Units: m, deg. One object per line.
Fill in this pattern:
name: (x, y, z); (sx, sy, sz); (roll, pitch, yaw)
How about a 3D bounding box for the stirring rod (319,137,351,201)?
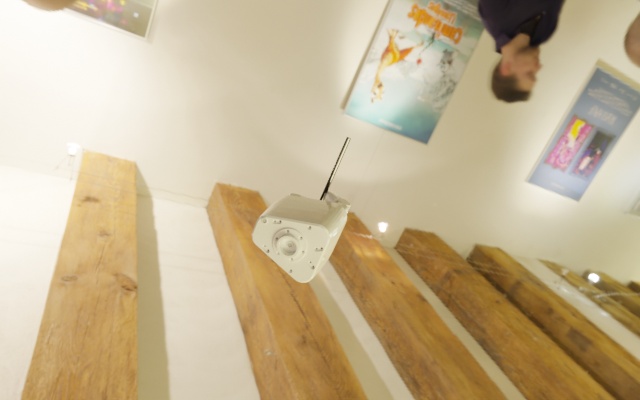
stirring rod: (0.000, 0.003, 0.814); (0.011, 0.239, 0.011); (21, 19, -8)
